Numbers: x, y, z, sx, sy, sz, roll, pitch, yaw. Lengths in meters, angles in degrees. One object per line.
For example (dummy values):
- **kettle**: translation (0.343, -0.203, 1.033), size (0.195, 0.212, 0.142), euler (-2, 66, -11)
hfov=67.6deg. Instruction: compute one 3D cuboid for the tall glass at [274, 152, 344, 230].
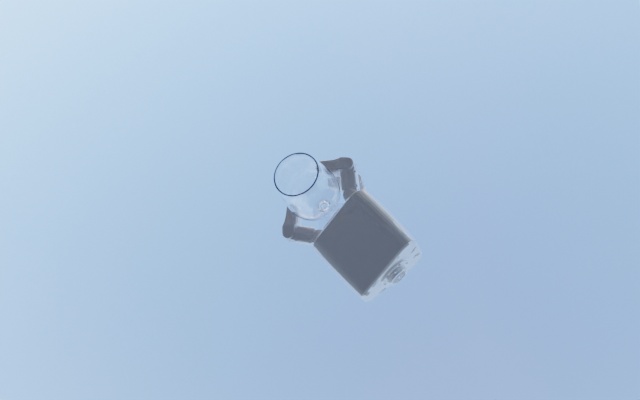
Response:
- **tall glass**: translation (0.000, 0.002, 0.693), size (0.079, 0.079, 0.201), euler (0, -21, 20)
